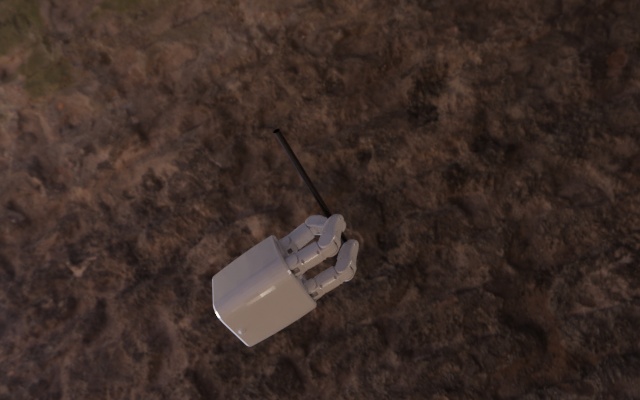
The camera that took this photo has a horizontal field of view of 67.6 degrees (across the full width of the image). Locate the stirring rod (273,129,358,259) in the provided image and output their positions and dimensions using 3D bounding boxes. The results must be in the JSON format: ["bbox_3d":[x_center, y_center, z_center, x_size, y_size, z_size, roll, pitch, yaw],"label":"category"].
[{"bbox_3d":[0.000,0.002,0.612,0.011,0.011,0.240,0,-42,34],"label":"stirring rod"}]
